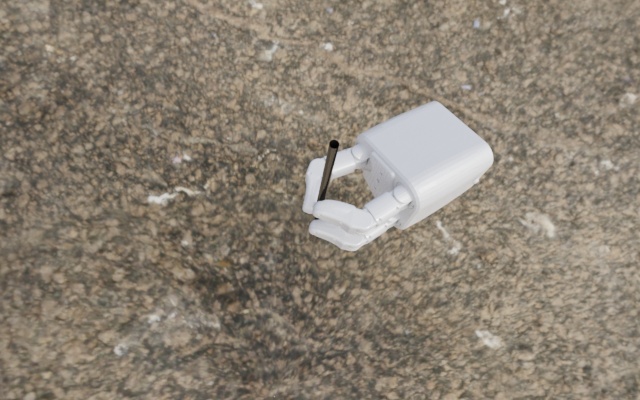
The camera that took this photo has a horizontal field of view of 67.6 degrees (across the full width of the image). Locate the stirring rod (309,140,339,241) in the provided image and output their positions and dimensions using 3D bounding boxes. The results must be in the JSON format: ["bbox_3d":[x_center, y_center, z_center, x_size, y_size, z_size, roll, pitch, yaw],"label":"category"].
[{"bbox_3d":[0.000,0.002,0.483,0.011,0.011,0.240,0,-22,-5],"label":"stirring rod"}]
